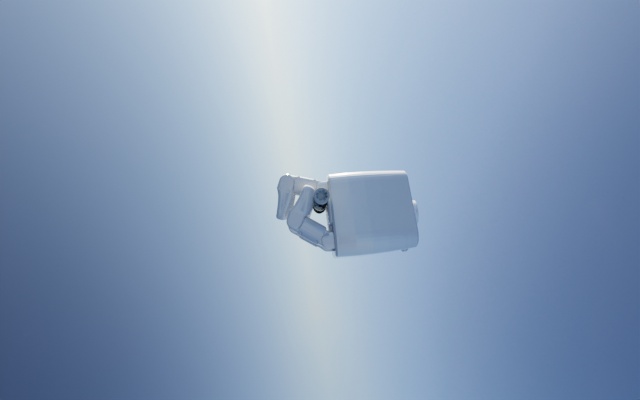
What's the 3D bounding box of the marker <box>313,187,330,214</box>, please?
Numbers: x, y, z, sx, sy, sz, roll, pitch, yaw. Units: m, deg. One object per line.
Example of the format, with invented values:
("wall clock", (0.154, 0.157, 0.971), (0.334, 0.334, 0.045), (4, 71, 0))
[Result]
("marker", (0.000, 0.002, 0.614), (0.020, 0.020, 0.121), (0, -8, -2))
